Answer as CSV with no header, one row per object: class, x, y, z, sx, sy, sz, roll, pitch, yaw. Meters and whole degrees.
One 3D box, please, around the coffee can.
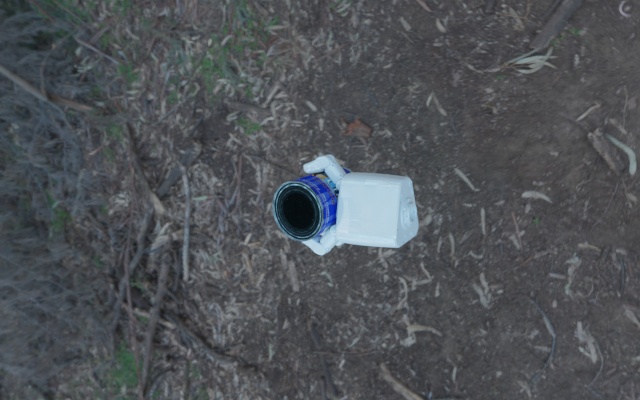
coffee can,0.000,0.003,0.830,0.103,0.103,0.140,0,13,35
